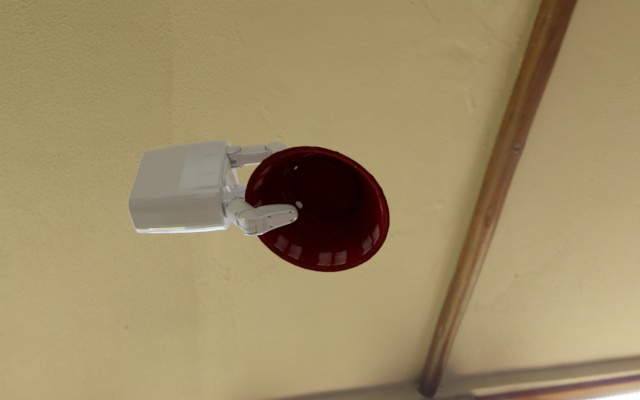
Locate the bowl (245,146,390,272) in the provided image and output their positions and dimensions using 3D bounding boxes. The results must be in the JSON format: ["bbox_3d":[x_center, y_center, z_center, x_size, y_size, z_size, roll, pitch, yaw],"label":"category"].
[{"bbox_3d":[0.001,0.002,0.538,0.162,0.162,0.055,0,31,16],"label":"bowl"}]
